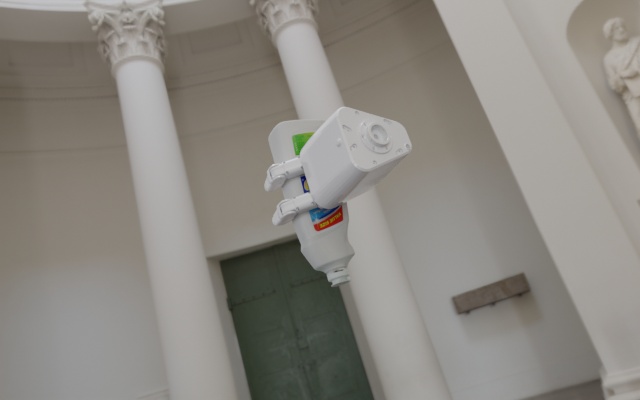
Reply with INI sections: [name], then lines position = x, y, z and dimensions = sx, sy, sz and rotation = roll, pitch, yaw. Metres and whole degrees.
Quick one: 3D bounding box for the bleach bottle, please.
[bleach bottle]
position = 0.000, 0.002, 0.711
dimensions = 0.102, 0.250, 0.068
rotation = -7, -21, -30
